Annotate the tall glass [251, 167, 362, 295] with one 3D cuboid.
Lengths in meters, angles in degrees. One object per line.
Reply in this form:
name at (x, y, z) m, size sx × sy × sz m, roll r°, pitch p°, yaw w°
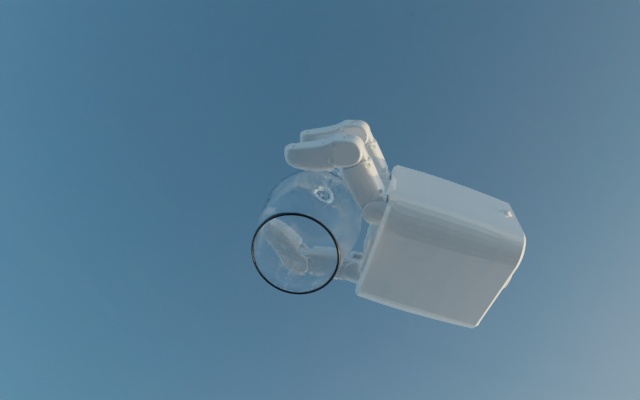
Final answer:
tall glass at (0.000, 0.001, 0.410) m, size 0.079 × 0.079 × 0.201 m, roll 0°, pitch 21°, yaw 11°
